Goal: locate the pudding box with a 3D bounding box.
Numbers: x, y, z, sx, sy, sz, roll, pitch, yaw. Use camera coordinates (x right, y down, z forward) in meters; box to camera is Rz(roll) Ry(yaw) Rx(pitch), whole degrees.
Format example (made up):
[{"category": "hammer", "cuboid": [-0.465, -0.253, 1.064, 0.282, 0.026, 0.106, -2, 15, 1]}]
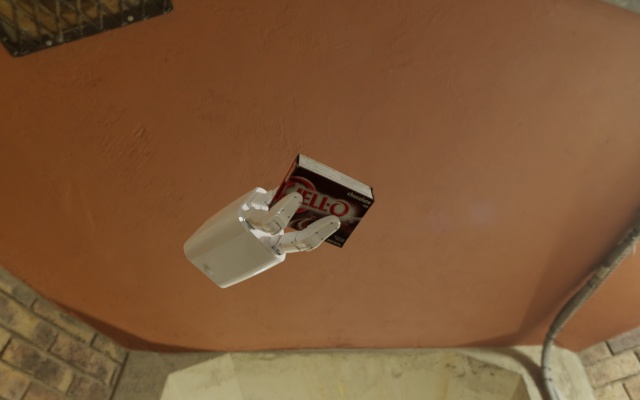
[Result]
[{"category": "pudding box", "cuboid": [0.000, 0.002, 0.620, 0.113, 0.090, 0.039, 22, 33, -16]}]
